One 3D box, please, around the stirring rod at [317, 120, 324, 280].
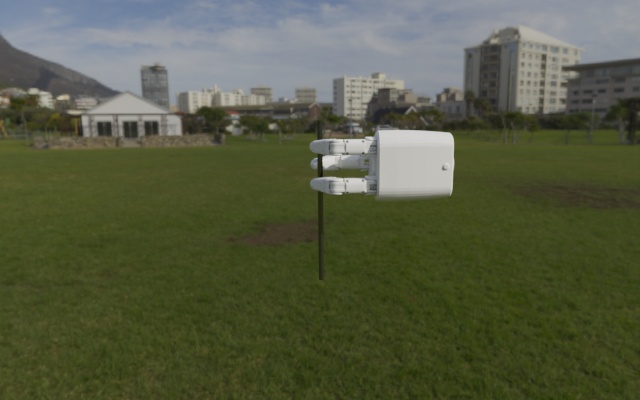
[{"bbox_3d":[0.000,0.002,0.713,0.011,0.239,0.011,-1,9,0],"label":"stirring rod"}]
